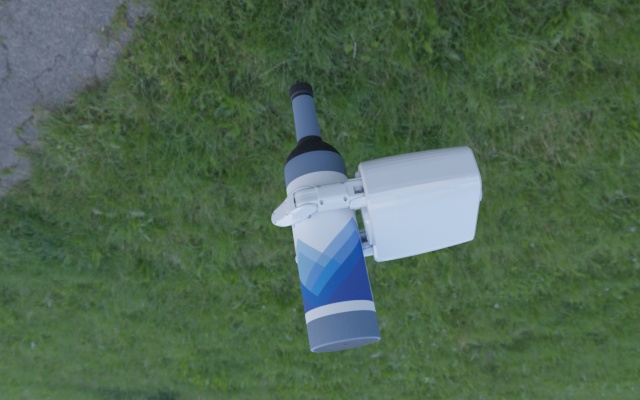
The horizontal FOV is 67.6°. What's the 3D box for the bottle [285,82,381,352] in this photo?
[{"bbox_3d":[0.000,0.002,0.501,0.069,0.295,0.069,-8,-24,-4],"label":"bottle"}]
